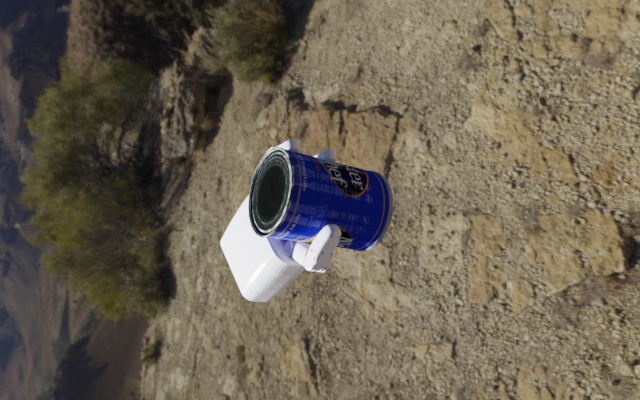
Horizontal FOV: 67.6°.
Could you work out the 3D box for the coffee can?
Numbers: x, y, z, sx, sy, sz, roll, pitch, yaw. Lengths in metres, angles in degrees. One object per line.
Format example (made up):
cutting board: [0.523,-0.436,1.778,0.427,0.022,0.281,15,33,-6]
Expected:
coffee can: [0.000,0.002,0.565,0.140,0.103,0.103,11,-6,-32]
